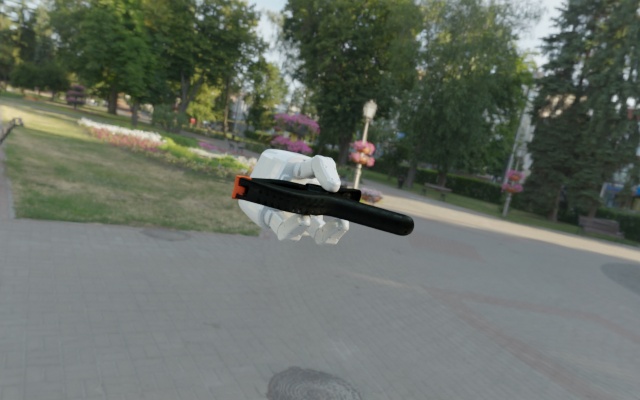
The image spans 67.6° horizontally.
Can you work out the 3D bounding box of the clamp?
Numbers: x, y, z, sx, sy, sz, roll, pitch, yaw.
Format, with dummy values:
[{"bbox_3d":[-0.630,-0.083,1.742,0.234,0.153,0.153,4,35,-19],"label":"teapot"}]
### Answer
[{"bbox_3d":[0.000,0.001,0.585,0.210,0.036,0.164,8,10,-29],"label":"clamp"}]
